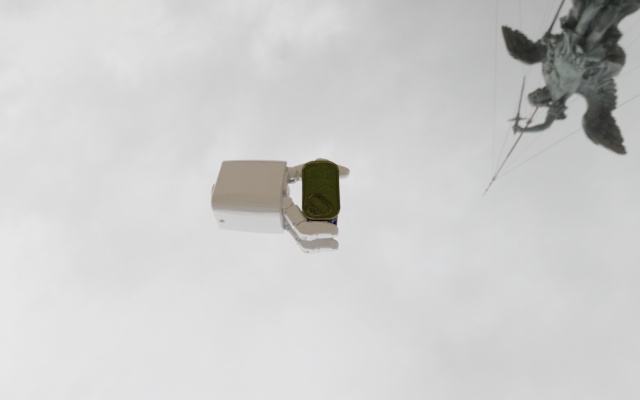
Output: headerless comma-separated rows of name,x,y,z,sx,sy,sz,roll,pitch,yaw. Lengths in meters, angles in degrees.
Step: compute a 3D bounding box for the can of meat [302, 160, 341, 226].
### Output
can of meat,0.000,0.003,0.748,0.057,0.102,0.084,-1,-29,-1
